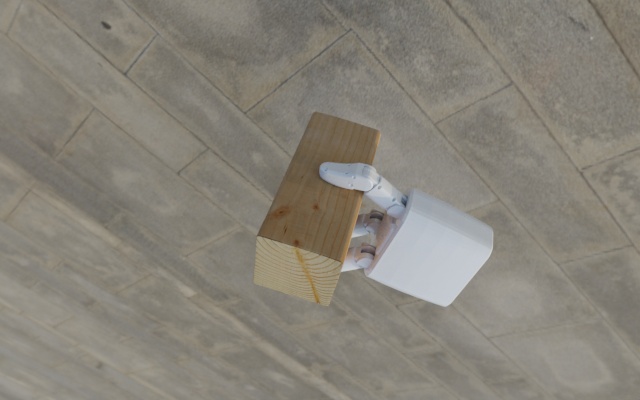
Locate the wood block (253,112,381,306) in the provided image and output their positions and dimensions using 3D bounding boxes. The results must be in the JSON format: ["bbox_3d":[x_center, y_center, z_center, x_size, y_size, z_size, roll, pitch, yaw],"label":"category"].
[{"bbox_3d":[0.000,0.002,0.555,0.090,0.206,0.091,17,-41,3],"label":"wood block"}]
